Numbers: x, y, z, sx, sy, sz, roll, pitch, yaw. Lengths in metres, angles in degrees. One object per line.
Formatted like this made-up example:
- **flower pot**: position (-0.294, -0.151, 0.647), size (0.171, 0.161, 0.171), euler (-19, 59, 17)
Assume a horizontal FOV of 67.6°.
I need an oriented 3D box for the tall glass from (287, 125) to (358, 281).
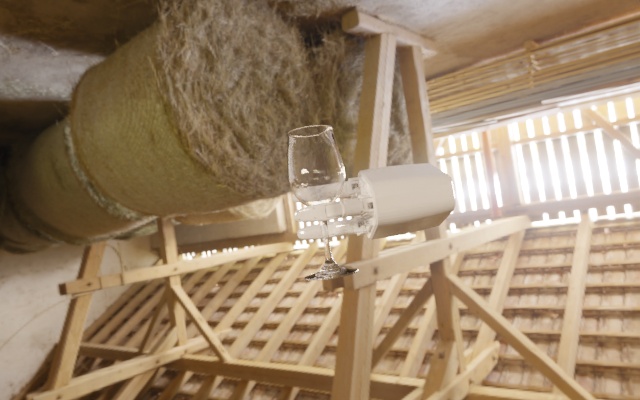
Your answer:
- **tall glass**: position (0.000, 0.003, 0.649), size (0.079, 0.201, 0.079), euler (-9, -1, 0)
